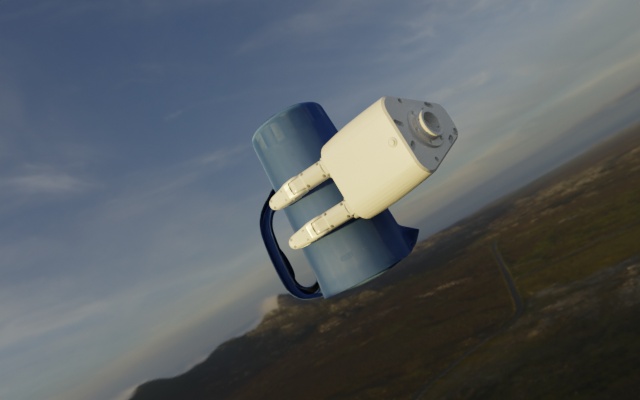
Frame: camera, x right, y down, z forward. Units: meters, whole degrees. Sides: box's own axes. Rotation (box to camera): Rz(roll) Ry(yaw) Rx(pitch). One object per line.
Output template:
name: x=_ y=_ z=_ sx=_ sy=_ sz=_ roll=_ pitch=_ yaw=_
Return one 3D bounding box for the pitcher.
pitcher: x=0.000 y=0.002 z=0.633 sx=0.149 sy=0.243 sz=0.145 roll=-22 pitch=-11 yaw=-42
